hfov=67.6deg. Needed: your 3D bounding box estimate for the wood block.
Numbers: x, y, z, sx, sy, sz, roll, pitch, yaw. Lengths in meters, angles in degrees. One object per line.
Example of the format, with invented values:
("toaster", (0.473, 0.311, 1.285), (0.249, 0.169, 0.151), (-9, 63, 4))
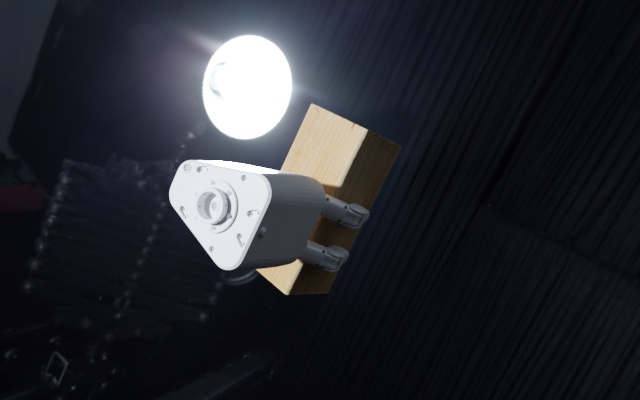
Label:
("wood block", (0.000, 0.002, 0.581), (0.090, 0.206, 0.090), (33, 12, 34))
